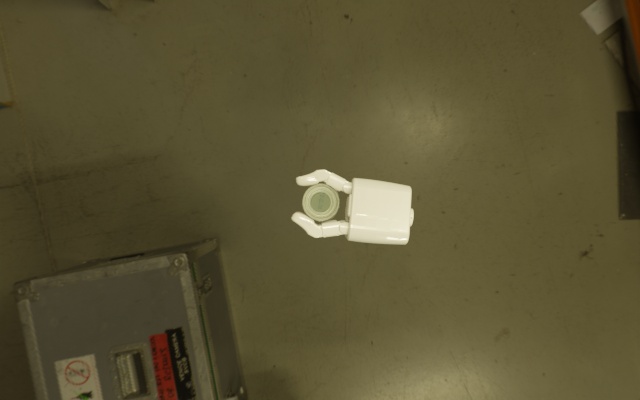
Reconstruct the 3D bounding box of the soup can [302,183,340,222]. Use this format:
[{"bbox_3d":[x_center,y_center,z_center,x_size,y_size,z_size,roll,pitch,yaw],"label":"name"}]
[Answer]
[{"bbox_3d":[0.000,0.003,0.874,0.068,0.068,0.102,0,1,-1],"label":"soup can"}]
